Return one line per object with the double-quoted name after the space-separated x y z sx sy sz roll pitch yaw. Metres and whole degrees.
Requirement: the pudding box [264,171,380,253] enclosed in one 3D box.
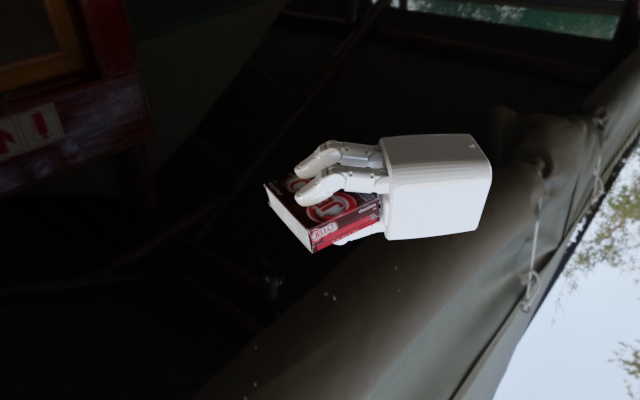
0.000 0.002 0.544 0.090 0.039 0.113 -23 36 -21 "pudding box"
